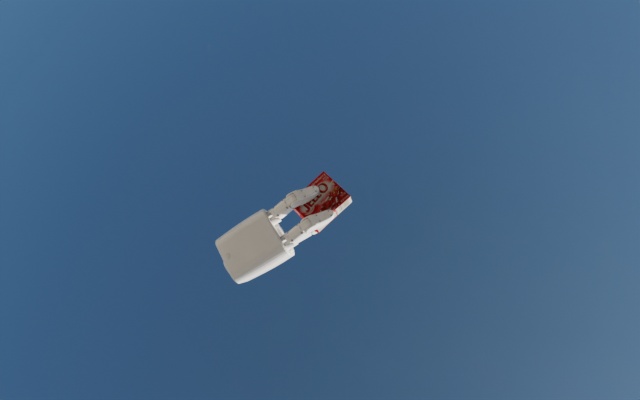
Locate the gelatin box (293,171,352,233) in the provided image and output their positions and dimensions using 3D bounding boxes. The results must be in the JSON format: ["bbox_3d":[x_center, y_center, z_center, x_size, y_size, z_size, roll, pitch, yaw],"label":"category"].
[{"bbox_3d":[0.000,0.003,0.861,0.073,0.089,0.030,44,-10,23],"label":"gelatin box"}]
